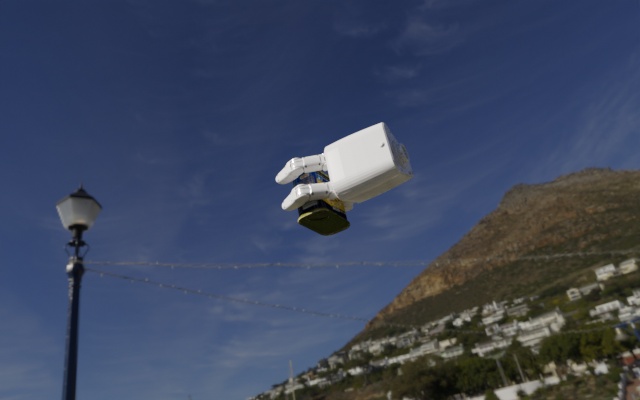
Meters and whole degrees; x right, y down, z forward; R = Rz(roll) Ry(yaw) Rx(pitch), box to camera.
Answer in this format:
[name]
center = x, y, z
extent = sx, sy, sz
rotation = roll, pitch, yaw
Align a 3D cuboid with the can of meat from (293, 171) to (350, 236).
[can of meat]
center = 0.000, 0.002, 0.809
extent = 0.057, 0.084, 0.102
rotation = -25, -30, 24
